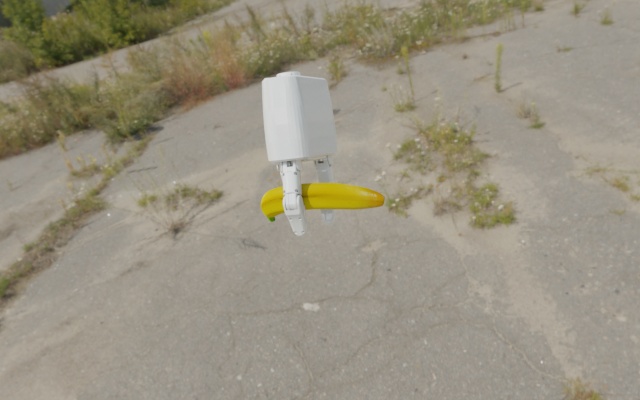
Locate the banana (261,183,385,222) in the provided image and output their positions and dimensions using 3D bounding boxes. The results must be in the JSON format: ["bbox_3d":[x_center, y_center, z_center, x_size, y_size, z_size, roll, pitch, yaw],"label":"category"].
[{"bbox_3d":[-0.013,-0.001,0.648,0.198,0.037,0.070,-7,-16,34],"label":"banana"}]
